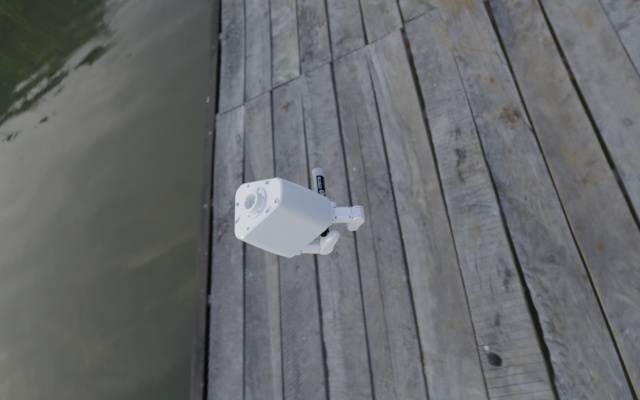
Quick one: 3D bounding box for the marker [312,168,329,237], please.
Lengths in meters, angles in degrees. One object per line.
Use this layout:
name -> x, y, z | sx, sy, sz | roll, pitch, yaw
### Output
marker -> 0.000, 0.003, 0.771 | 0.020, 0.121, 0.020 | -4, -28, -2
